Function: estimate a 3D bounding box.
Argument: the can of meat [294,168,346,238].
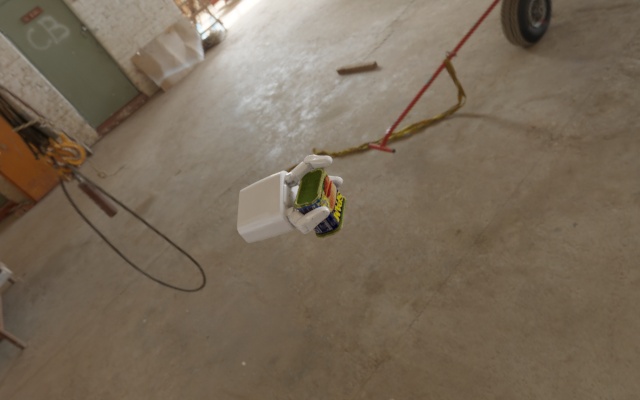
[{"bbox_3d":[0.000,0.003,0.874,0.057,0.084,0.102,-19,36,26],"label":"can of meat"}]
